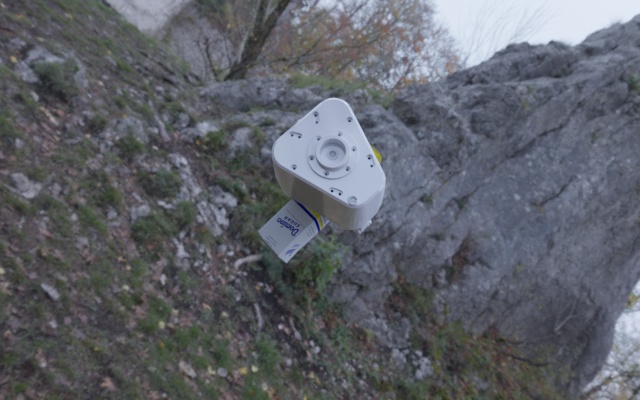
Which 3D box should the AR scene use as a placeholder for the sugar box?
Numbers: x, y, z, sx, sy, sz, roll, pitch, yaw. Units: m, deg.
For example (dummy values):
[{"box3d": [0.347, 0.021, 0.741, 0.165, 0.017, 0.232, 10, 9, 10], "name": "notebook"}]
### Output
[{"box3d": [0.000, 0.002, 0.615, 0.176, 0.048, 0.093, -41, -12, -7], "name": "sugar box"}]
